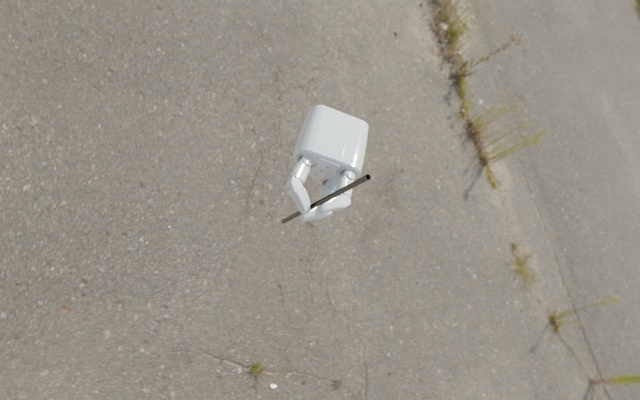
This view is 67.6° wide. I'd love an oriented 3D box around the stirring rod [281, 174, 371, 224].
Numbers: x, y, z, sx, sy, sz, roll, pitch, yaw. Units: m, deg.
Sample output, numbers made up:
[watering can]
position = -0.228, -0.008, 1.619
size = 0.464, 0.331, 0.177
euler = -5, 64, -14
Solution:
[stirring rod]
position = 0.000, 0.002, 0.750
size = 0.011, 0.011, 0.239
euler = 0, -17, -35
